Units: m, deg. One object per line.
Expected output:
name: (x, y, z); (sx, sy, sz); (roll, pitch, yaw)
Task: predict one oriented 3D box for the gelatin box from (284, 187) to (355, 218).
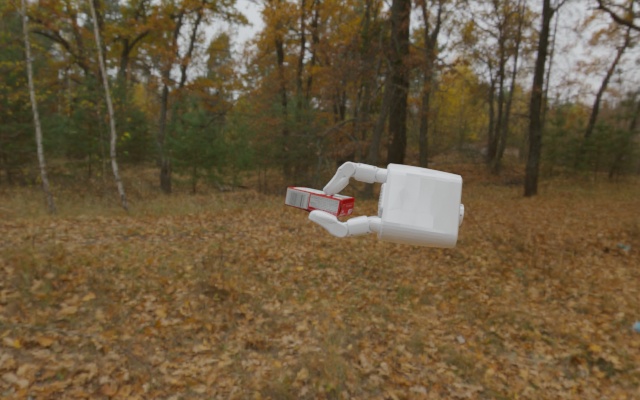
gelatin box: (0.000, 0.002, 0.727); (0.089, 0.030, 0.073); (13, 6, 17)
